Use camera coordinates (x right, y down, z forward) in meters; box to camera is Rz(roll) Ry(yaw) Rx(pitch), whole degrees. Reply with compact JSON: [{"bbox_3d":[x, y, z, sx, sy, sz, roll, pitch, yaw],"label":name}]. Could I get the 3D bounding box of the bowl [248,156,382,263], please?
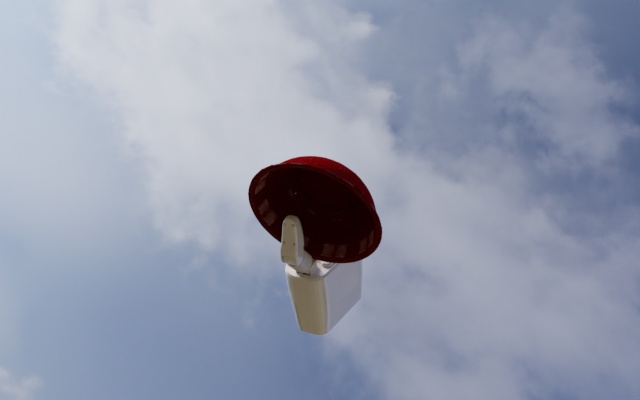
[{"bbox_3d":[0.000,0.001,0.554,0.162,0.055,0.162,16,-39,13],"label":"bowl"}]
